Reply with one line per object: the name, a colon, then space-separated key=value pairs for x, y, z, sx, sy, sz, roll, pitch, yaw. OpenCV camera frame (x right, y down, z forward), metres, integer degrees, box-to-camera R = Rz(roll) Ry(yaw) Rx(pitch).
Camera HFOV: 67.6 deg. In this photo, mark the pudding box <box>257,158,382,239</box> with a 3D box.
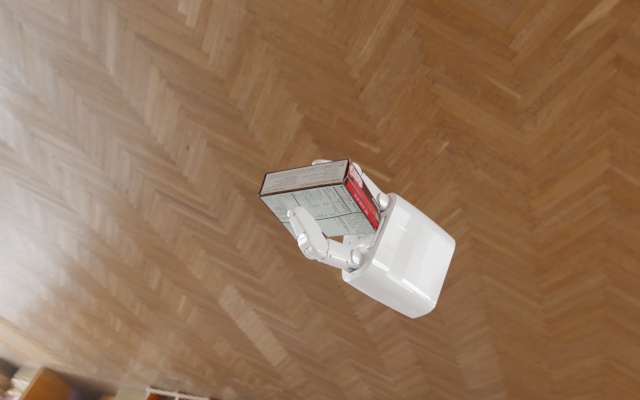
pudding box: x=0.000 y=0.002 z=0.536 sx=0.113 sy=0.039 sz=0.090 roll=-9 pitch=-43 yaw=28
